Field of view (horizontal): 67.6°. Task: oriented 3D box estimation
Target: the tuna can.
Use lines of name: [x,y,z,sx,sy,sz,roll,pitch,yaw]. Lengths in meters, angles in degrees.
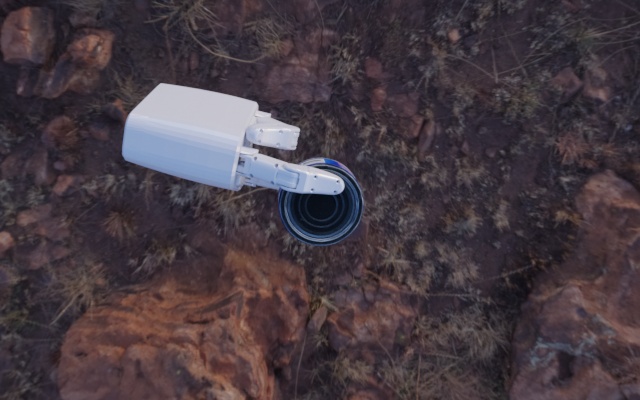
tuna can: [0.000,0.002,0.480,0.086,0.086,0.033,0,14,-4]
